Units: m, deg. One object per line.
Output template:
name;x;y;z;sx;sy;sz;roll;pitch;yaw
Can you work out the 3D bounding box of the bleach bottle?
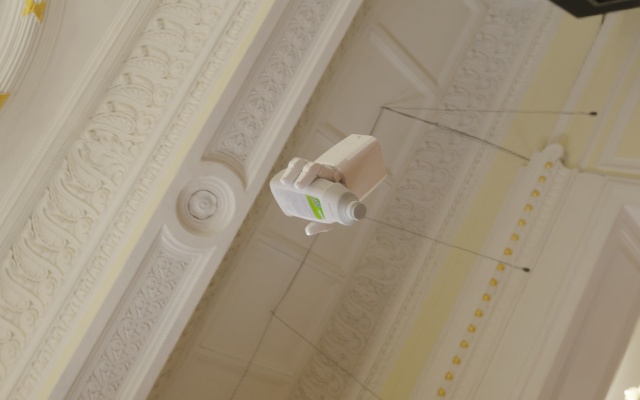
bleach bottle;0.000;0.003;0.893;0.068;0.103;0.251;-41;30;-20
